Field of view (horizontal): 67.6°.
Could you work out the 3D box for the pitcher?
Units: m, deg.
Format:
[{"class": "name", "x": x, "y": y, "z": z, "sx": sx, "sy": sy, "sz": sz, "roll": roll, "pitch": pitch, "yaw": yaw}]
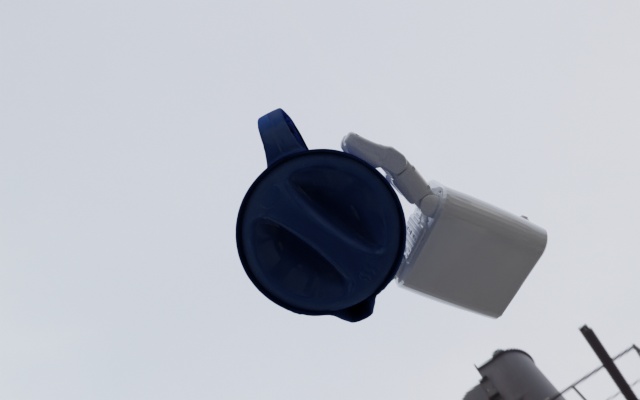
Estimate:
[{"class": "pitcher", "x": 0.000, "y": 0.002, "z": 0.480, "sx": 0.145, "sy": 0.149, "sz": 0.243, "roll": 19, "pitch": 8, "yaw": -1}]
